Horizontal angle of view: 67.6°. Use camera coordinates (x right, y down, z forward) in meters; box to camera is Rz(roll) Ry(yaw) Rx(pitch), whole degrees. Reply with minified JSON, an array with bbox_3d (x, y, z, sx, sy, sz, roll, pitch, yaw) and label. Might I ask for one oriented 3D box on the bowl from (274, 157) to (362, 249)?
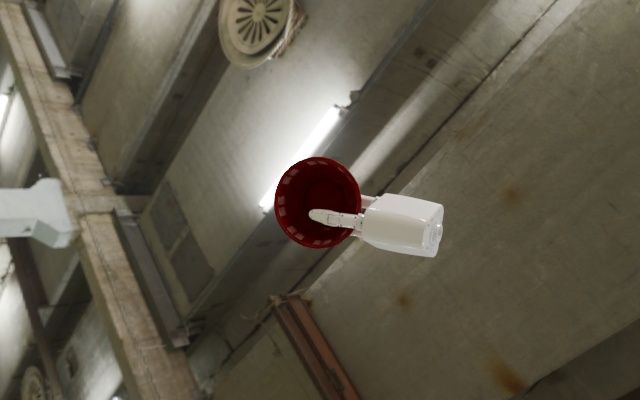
[{"bbox_3d":[-0.001,0.002,0.856,0.162,0.162,0.055,0,4,16],"label":"bowl"}]
